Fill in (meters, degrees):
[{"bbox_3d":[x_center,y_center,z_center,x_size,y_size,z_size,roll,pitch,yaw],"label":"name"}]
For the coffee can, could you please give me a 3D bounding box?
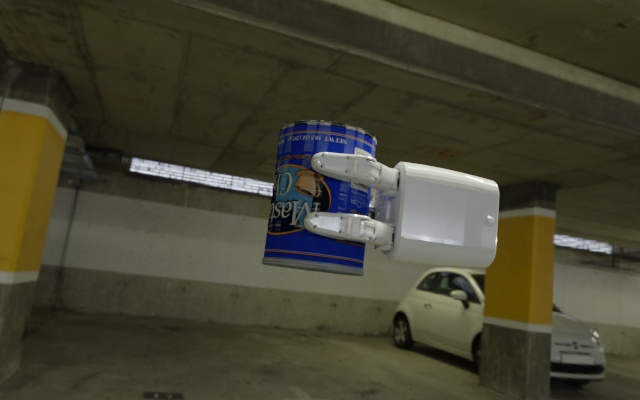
[{"bbox_3d":[0.000,0.002,0.489,0.103,0.140,0.103,7,-9,1],"label":"coffee can"}]
